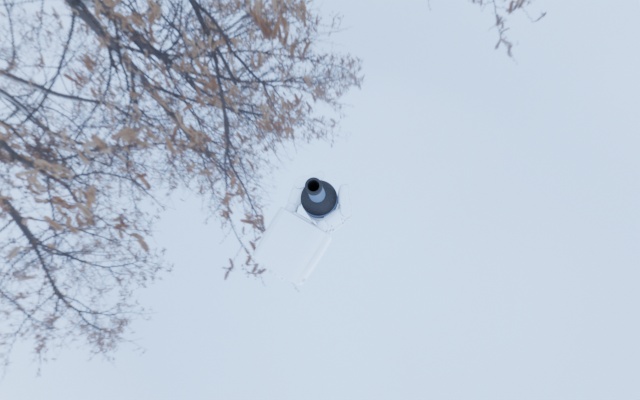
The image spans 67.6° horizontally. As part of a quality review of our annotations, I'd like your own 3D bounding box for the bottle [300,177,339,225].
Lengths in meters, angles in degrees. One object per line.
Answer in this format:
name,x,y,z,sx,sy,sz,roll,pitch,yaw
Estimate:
bottle,0.000,0.003,0.888,0.069,0.069,0.296,0,-10,4
